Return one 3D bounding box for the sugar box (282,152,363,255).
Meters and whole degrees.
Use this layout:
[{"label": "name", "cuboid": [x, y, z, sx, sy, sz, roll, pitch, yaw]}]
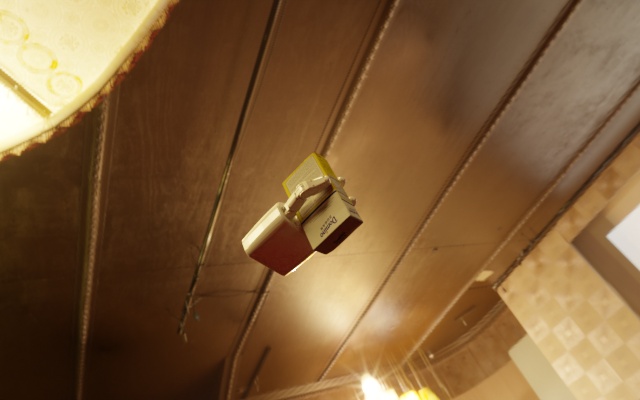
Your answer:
[{"label": "sugar box", "cuboid": [0.000, 0.003, 0.858, 0.093, 0.176, 0.048, -44, -41, 19]}]
